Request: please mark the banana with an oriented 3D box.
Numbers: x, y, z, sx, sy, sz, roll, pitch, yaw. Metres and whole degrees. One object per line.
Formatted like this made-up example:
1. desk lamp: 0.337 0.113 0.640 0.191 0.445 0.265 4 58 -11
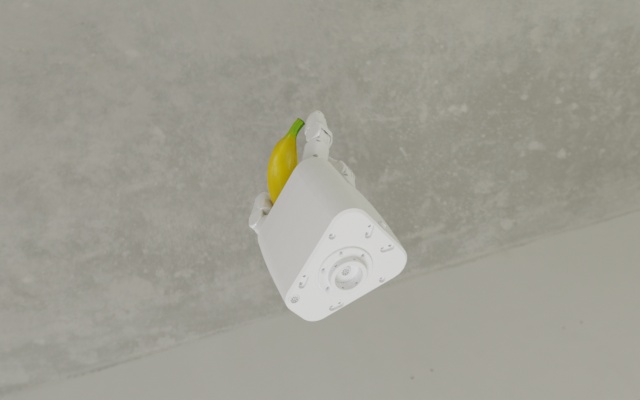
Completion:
1. banana: -0.018 0.007 0.563 0.069 0.198 0.037 -25 31 -9
